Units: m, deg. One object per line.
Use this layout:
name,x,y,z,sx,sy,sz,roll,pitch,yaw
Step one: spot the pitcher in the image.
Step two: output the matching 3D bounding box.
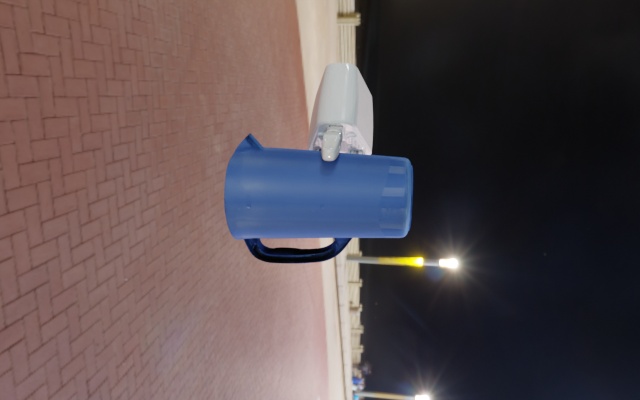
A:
pitcher,0.000,0.002,0.658,0.243,0.145,0.149,2,-25,7
